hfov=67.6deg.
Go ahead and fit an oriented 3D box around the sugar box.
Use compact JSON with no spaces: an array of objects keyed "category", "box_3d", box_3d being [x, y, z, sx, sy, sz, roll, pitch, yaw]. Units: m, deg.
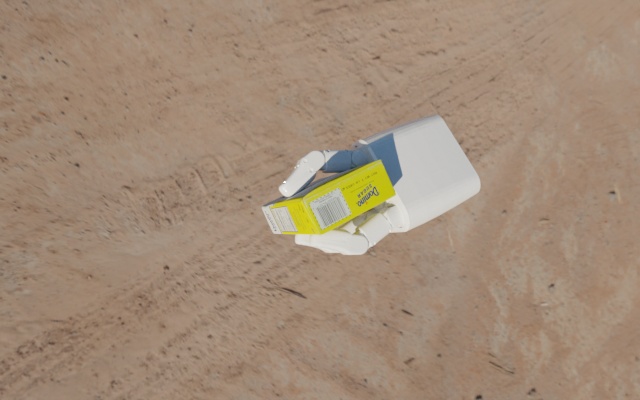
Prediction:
[{"category":"sugar box","box_3d":[0.000,0.002,0.534,0.093,0.048,0.176,-26,3,-18]}]
